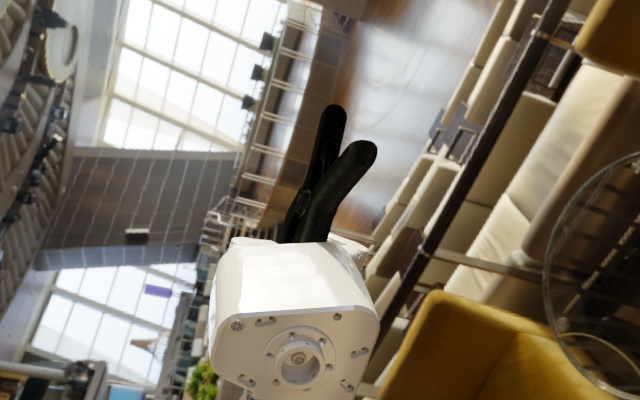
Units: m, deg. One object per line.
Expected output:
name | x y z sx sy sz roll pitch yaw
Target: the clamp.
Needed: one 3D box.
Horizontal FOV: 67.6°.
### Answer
clamp | -0.001 0.001 0.431 0.039 0.171 0.120 15 13 -13
